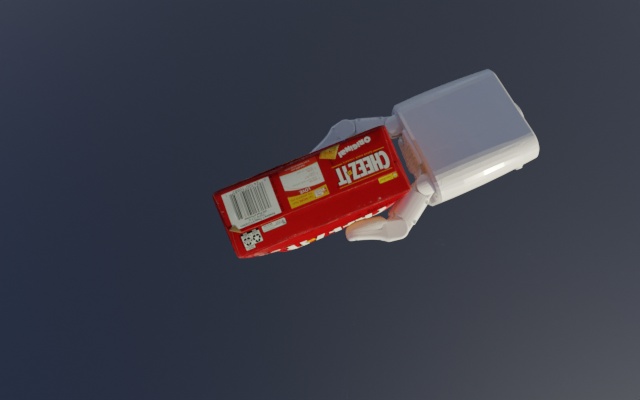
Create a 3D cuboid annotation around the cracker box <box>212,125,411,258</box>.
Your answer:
[{"bbox_3d":[0.000,0.001,0.511,0.164,0.072,0.214,-22,-6,2],"label":"cracker box"}]
